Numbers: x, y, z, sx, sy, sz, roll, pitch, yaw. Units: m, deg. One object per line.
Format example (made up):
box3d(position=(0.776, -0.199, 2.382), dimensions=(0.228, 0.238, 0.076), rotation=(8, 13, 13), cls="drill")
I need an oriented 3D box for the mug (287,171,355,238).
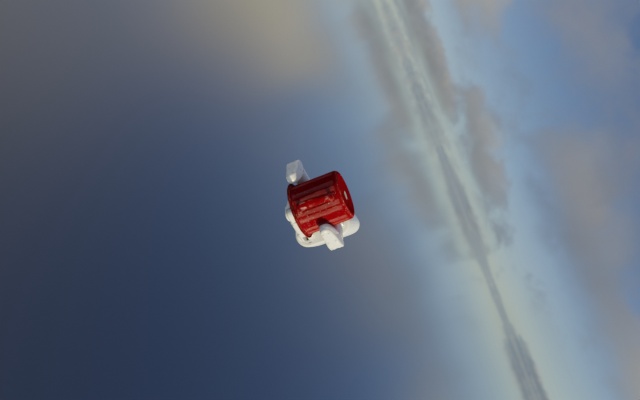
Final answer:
box3d(position=(0.000, 0.002, 0.747), dimensions=(0.081, 0.093, 0.117), rotation=(-21, -8, 14), cls="mug")
